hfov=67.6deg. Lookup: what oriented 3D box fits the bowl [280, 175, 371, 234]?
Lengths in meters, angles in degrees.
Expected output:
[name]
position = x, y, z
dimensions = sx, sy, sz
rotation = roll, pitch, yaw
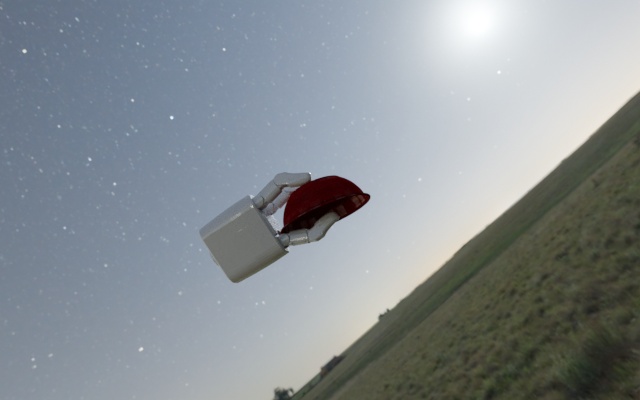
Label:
[bowl]
position = 0.001, 0.002, 0.800
dimensions = 0.162, 0.055, 0.162
rotation = -21, -14, -6
